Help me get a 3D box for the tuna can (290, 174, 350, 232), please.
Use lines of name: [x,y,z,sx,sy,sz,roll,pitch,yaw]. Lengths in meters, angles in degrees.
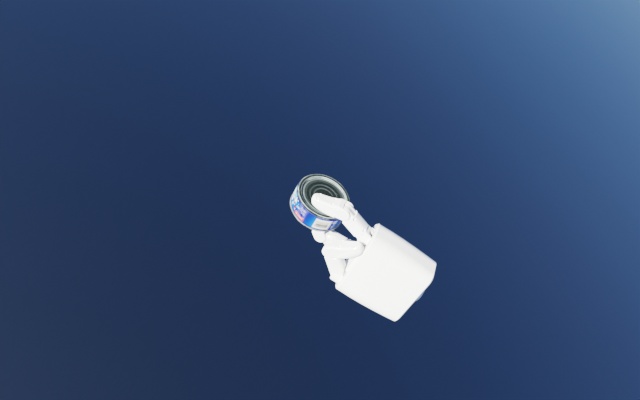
tuna can: [0.000,0.002,0.712,0.086,0.086,0.034,0,-37,-27]
